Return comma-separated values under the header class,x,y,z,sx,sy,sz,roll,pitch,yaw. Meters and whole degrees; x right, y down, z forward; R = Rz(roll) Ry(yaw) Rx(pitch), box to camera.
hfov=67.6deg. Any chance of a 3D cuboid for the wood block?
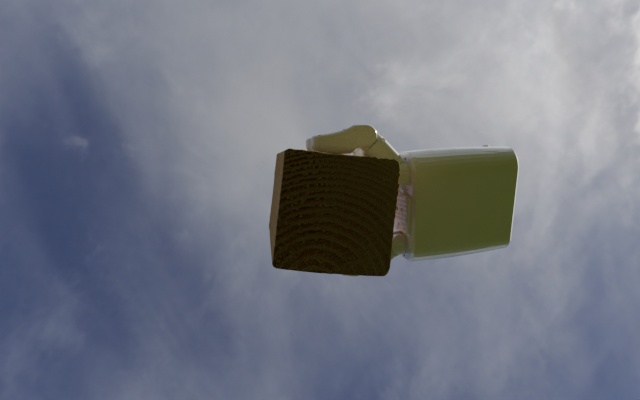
class,x,y,z,sx,sy,sz,roll,pitch,yaw
wood block,0.000,0.002,0.452,0.090,0.091,0.206,5,4,-7
